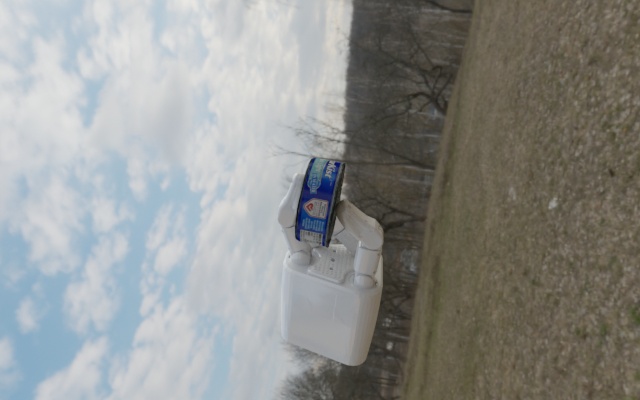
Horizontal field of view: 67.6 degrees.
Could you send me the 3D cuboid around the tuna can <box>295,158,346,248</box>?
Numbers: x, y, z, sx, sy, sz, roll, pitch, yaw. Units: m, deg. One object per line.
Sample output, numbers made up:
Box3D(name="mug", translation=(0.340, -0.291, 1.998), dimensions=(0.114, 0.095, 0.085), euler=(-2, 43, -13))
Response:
Box3D(name="tuna can", translation=(0.000, 0.001, 0.471), dimensions=(0.034, 0.086, 0.086), euler=(11, 1, 5))
